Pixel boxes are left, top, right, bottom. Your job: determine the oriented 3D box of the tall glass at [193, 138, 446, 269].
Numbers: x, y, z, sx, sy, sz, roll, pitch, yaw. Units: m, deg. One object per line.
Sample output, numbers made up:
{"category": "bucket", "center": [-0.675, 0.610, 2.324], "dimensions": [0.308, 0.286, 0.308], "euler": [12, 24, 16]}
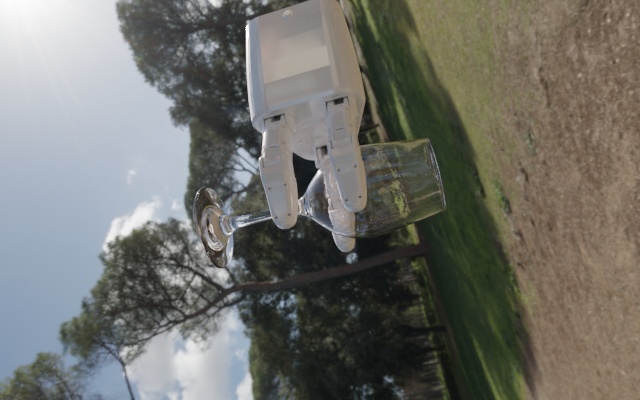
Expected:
{"category": "tall glass", "center": [-0.001, 0.002, 0.408], "dimensions": [0.201, 0.079, 0.079], "euler": [-13, -3, 10]}
